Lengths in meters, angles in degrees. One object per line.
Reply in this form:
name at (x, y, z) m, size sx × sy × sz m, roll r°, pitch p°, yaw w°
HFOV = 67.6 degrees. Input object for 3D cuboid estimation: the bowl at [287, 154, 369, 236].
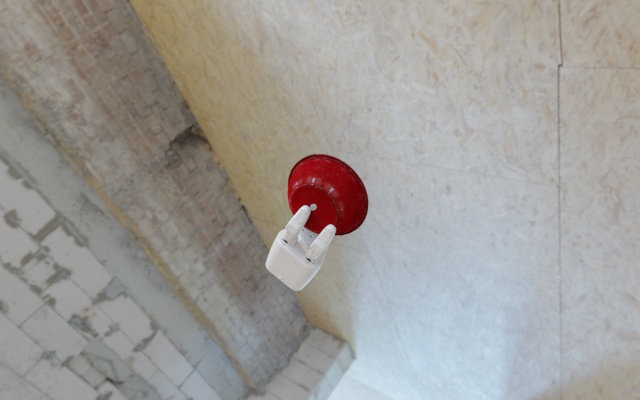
bowl at (0.000, 0.002, 0.837) m, size 0.162 × 0.162 × 0.055 m, roll 0°, pitch 25°, yaw 29°
